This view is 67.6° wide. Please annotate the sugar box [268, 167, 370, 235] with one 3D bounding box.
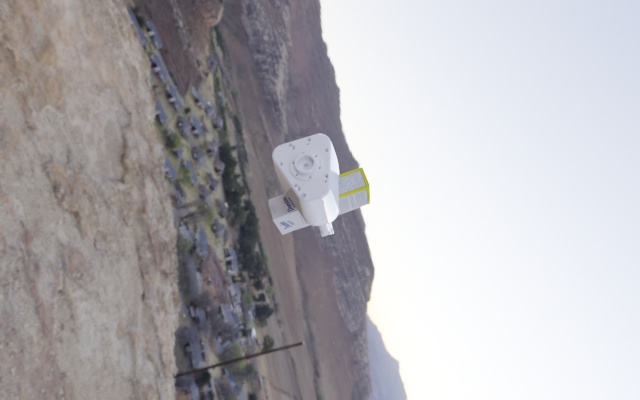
[{"bbox_3d":[0.000,0.002,0.851,0.176,0.048,0.093,-17,-22,0],"label":"sugar box"}]
